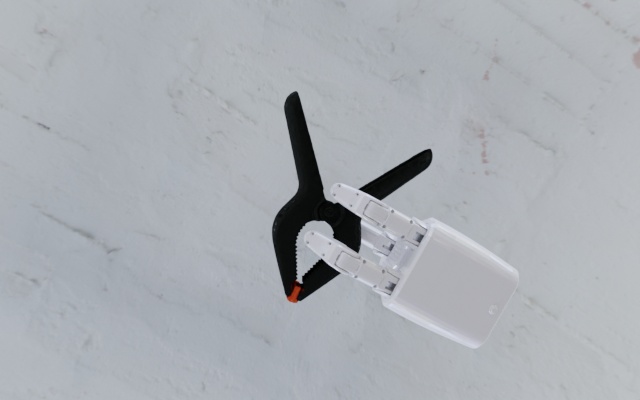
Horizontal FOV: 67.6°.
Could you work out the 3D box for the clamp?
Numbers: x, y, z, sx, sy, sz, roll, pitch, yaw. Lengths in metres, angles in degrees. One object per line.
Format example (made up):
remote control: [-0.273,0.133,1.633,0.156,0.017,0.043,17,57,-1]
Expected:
clamp: [0.000,0.002,0.499,0.164,0.210,0.036,29,1,-6]
